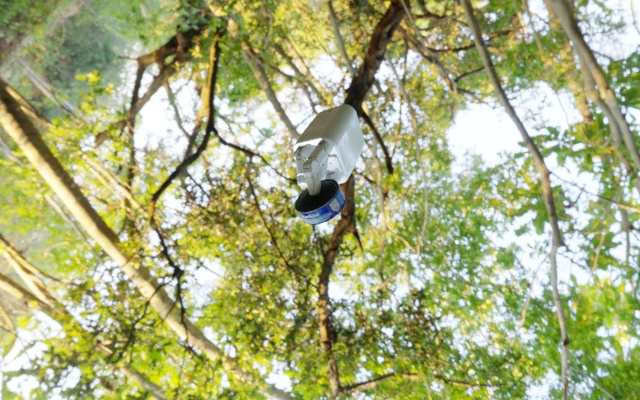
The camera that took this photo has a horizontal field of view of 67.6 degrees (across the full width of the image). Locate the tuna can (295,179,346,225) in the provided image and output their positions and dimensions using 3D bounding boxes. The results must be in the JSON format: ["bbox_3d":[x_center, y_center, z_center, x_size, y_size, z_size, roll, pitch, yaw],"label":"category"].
[{"bbox_3d":[0.000,0.003,0.826,0.086,0.034,0.086,-24,31,15],"label":"tuna can"}]
